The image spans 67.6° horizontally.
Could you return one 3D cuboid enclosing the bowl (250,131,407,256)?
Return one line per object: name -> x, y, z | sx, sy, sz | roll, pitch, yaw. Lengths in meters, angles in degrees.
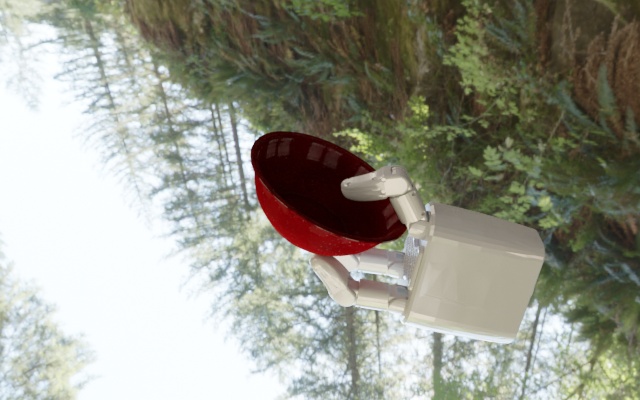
bowl -> -0.001, 0.001, 0.455 | 0.162, 0.055, 0.162 | 22, 31, -14
